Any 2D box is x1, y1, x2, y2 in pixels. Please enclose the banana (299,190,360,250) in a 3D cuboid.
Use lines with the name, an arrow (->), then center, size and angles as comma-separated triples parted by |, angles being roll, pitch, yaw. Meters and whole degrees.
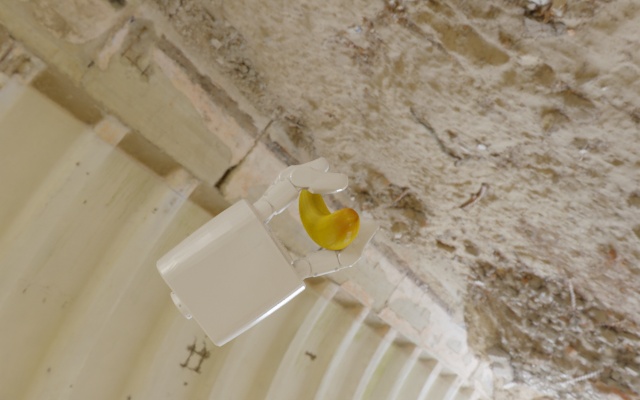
banana -> 0.003, 0.018, 0.524 | 0.037, 0.070, 0.197 | -16, 19, -11
